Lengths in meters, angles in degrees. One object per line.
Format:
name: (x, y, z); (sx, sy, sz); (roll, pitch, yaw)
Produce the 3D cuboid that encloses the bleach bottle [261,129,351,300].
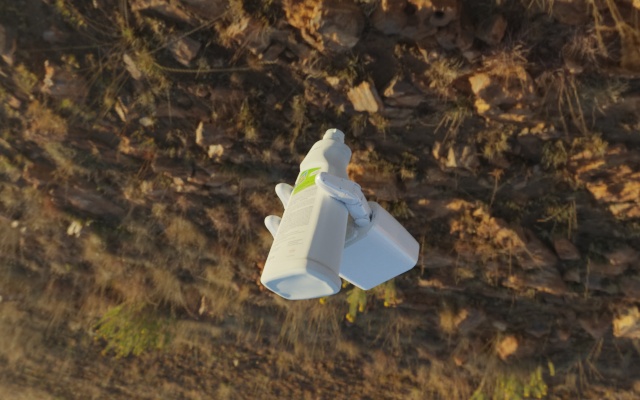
bleach bottle: (0.000, 0.002, 0.634); (0.102, 0.250, 0.068); (-19, -46, 41)
